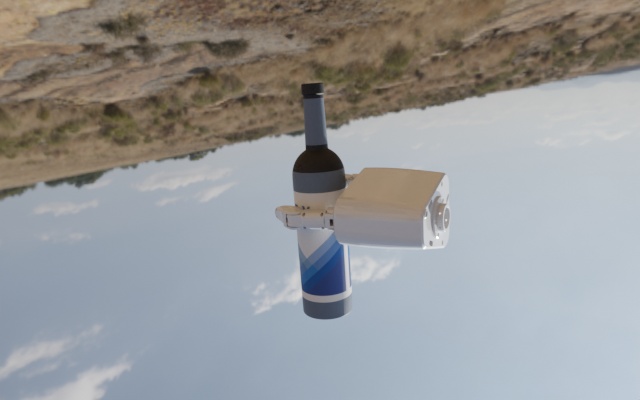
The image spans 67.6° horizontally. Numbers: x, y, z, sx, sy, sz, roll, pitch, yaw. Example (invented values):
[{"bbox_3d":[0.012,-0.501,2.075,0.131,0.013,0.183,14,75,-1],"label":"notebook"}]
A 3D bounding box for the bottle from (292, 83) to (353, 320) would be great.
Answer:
[{"bbox_3d":[0.000,0.002,0.608,0.069,0.296,0.069,-4,13,1],"label":"bottle"}]
